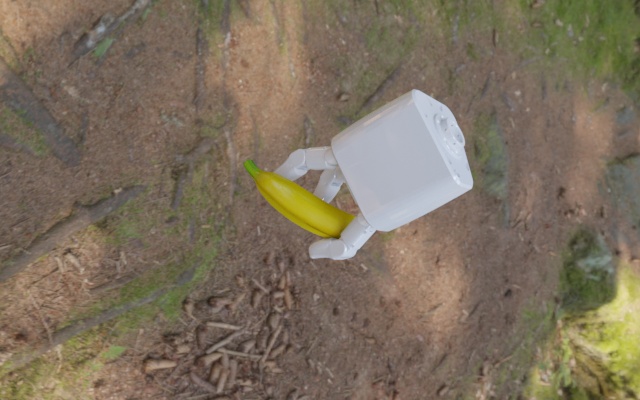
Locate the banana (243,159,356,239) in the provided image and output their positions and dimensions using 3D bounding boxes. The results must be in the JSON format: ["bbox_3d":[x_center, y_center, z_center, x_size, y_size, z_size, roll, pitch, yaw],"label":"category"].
[{"bbox_3d":[0.000,0.012,0.556,0.198,0.069,0.037,31,-62,-32],"label":"banana"}]
